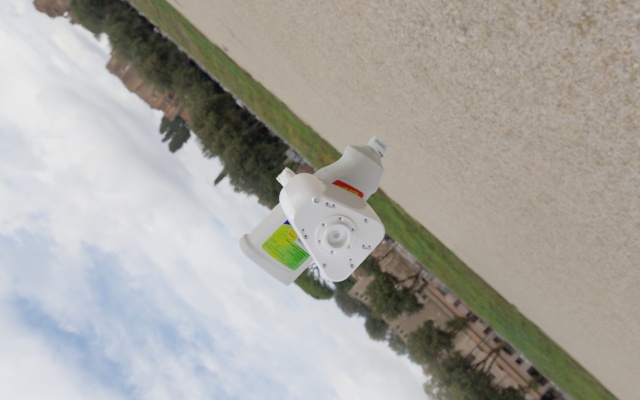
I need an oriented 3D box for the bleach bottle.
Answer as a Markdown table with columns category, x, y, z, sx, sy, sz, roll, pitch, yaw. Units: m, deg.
| category | x | y | z | sx | sy | sz | roll | pitch | yaw |
| --- | --- | --- | --- | --- | --- | --- | --- | --- | --- |
| bleach bottle | 0.000 | 0.002 | 0.698 | 0.102 | 0.251 | 0.068 | 41 | 4 | -19 |
